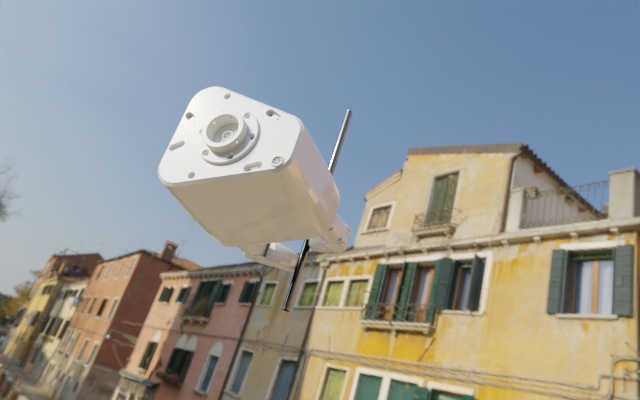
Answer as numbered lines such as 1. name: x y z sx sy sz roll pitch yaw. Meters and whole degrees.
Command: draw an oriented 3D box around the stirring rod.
1. stirring rod: 0.000 0.002 0.511 0.011 0.239 0.011 15 -24 7
